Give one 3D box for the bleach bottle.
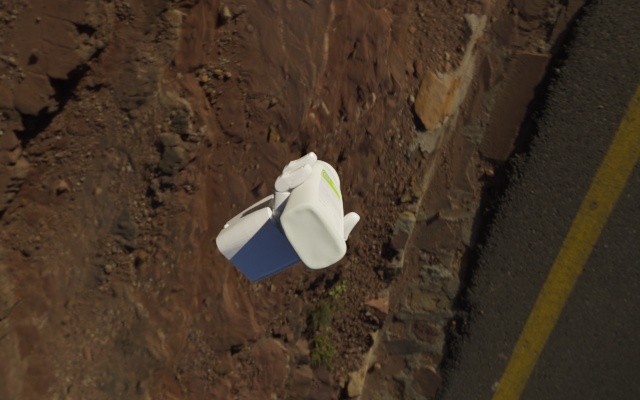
[{"bbox_3d":[0.000,0.002,0.749,0.068,0.102,0.250,-27,16,16],"label":"bleach bottle"}]
